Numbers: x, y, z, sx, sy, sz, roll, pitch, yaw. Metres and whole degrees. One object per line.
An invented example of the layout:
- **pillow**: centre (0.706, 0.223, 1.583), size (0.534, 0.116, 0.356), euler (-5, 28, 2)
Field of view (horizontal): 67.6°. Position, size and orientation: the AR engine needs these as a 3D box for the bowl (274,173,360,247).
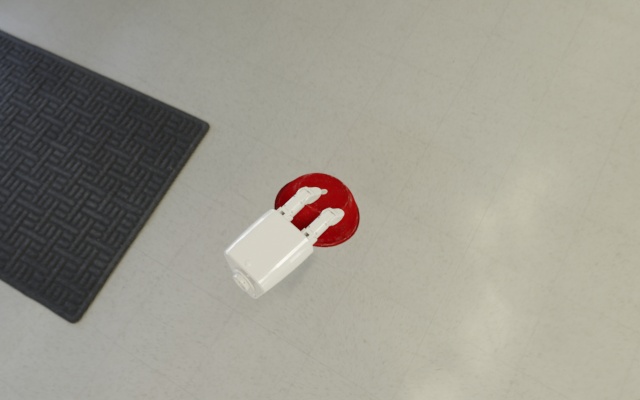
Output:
- **bowl**: centre (0.001, 0.002, 0.860), size (0.162, 0.162, 0.055), euler (0, -39, -16)
